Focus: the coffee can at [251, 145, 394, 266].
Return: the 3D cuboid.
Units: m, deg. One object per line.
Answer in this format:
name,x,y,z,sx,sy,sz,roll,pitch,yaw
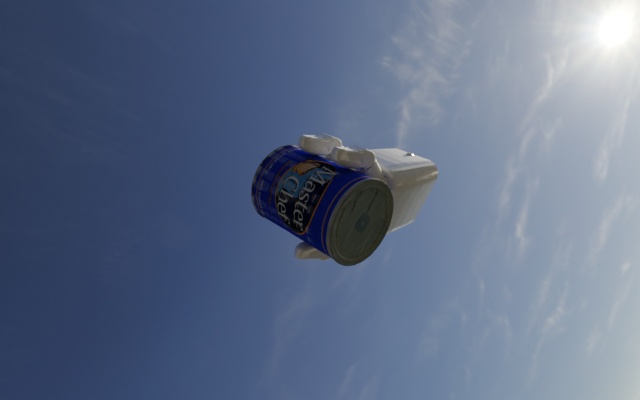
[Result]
coffee can,0.000,0.002,0.567,0.103,0.103,0.140,0,20,-47
